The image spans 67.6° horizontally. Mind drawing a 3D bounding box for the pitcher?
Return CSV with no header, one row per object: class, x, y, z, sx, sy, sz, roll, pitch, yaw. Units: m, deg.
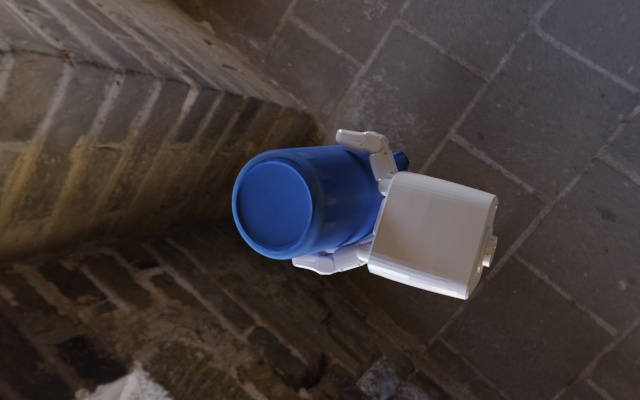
pitcher,0.000,0.002,0.568,0.145,0.149,0.243,15,11,25
